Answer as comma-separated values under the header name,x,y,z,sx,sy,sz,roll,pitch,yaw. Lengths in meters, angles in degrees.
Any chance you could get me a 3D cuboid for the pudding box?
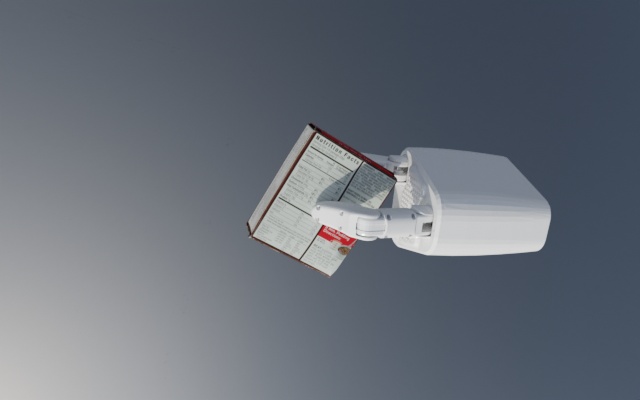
name,x,y,z,sx,sy,sz,roll,pitch,yaw
pudding box,0.000,0.001,0.427,0.090,0.113,0.039,30,9,-18
